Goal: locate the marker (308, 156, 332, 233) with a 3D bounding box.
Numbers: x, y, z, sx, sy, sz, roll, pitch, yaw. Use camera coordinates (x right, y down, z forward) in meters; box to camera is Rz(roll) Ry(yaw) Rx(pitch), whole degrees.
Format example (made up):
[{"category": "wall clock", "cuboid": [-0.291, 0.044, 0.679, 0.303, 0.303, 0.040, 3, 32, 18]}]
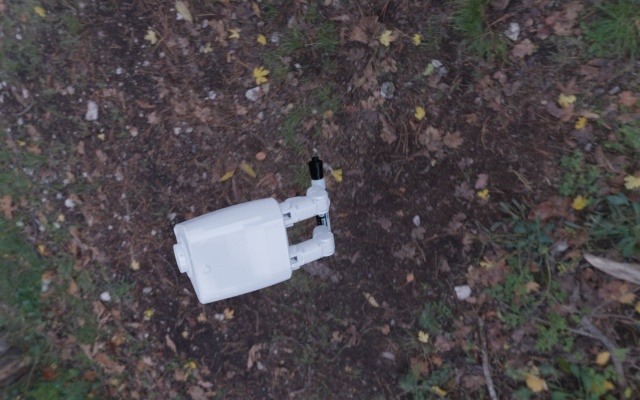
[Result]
[{"category": "marker", "cuboid": [0.000, 0.002, 0.625, 0.020, 0.121, 0.020, -7, 18, 2]}]
